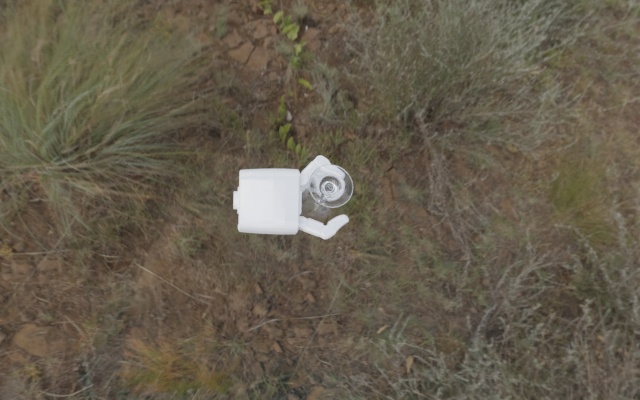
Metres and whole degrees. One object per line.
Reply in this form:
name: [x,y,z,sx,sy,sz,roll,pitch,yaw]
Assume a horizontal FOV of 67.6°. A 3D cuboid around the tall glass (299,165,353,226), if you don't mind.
tall glass: [0.000,0.003,0.876,0.079,0.079,0.201,0,-16,-10]
